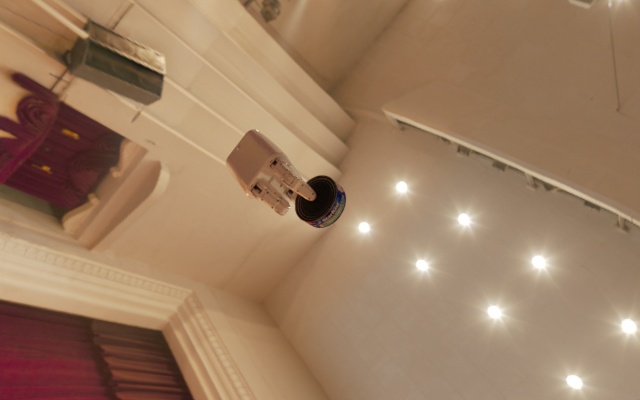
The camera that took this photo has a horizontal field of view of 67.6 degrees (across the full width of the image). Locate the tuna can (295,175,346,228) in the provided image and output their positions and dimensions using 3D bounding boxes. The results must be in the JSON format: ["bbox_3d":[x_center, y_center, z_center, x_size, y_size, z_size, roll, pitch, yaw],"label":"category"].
[{"bbox_3d":[0.000,0.003,0.804,0.086,0.086,0.034,0,-24,39],"label":"tuna can"}]
